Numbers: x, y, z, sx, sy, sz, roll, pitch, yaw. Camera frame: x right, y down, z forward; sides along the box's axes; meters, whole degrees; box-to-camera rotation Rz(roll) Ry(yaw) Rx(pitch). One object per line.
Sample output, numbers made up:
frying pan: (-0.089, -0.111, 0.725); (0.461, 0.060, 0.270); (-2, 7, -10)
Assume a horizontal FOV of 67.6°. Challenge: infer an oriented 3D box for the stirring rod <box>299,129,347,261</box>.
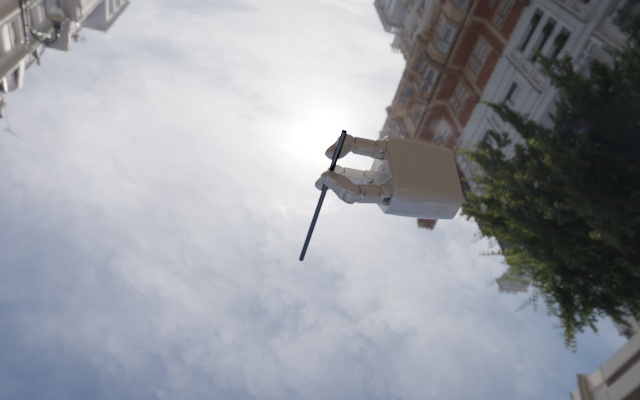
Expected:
stirring rod: (0.000, 0.002, 0.686); (0.011, 0.240, 0.011); (12, 37, -9)
